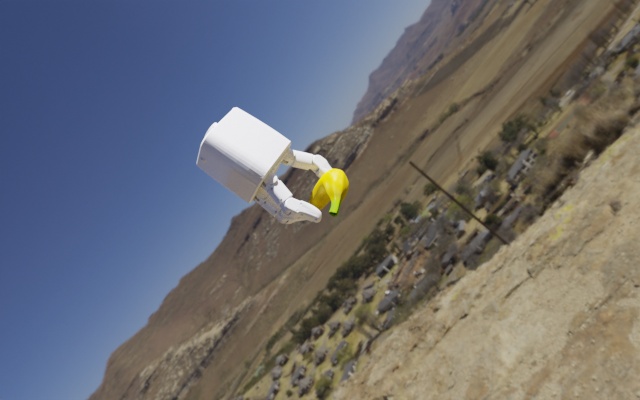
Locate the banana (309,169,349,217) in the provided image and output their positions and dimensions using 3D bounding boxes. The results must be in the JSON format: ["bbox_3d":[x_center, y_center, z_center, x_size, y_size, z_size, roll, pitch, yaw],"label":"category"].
[{"bbox_3d":[0.010,-0.014,0.724,0.037,0.069,0.198,31,-4,-6],"label":"banana"}]
